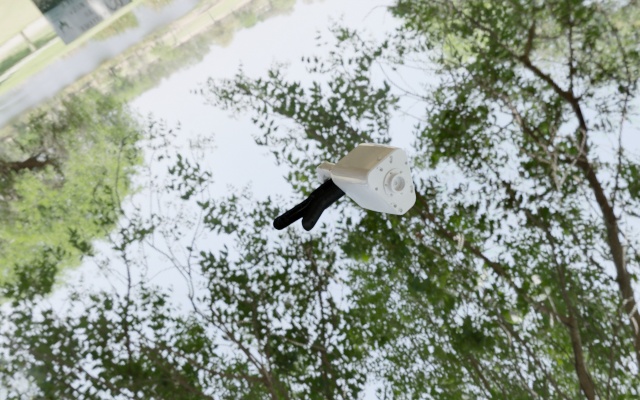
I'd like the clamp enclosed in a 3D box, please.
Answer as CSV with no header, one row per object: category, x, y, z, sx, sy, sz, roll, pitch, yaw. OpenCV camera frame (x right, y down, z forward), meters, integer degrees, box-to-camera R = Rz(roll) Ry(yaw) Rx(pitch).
clamp,0.000,0.003,0.860,0.171,0.039,0.120,-40,25,-18
